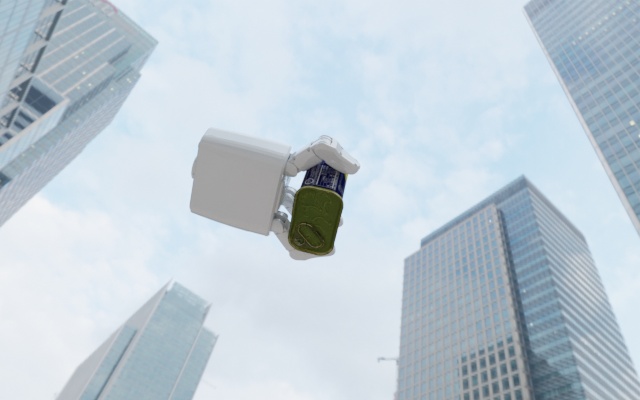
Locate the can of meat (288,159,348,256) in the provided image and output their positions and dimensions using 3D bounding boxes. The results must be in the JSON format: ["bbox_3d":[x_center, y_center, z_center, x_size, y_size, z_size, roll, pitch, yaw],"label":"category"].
[{"bbox_3d":[0.000,0.002,0.590,0.057,0.102,0.084,13,39,2],"label":"can of meat"}]
